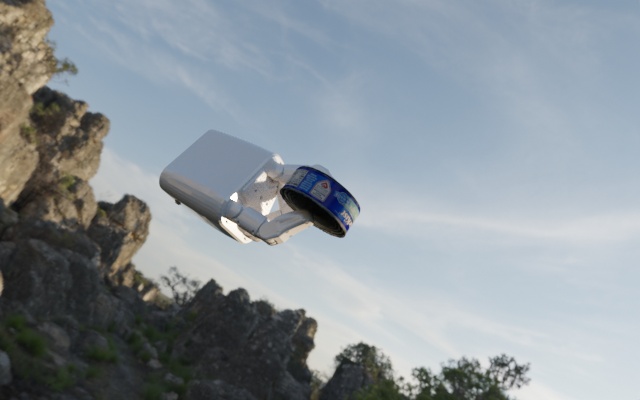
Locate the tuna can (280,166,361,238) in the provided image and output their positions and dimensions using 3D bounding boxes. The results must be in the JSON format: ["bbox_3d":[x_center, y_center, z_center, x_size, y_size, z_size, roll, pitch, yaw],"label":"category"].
[{"bbox_3d":[0.000,0.001,0.515,0.086,0.033,0.086,33,-16,11],"label":"tuna can"}]
